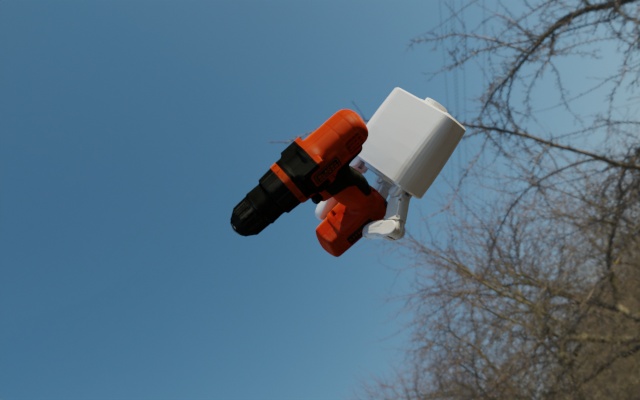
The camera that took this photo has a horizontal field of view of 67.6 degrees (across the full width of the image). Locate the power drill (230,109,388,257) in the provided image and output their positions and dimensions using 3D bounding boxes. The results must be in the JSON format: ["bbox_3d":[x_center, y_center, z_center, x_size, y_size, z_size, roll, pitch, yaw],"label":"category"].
[{"bbox_3d":[0.000,0.002,0.578,0.057,0.184,0.188,49,-1,33],"label":"power drill"}]
